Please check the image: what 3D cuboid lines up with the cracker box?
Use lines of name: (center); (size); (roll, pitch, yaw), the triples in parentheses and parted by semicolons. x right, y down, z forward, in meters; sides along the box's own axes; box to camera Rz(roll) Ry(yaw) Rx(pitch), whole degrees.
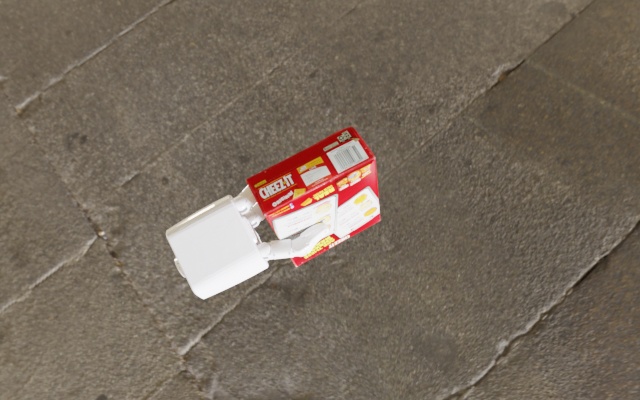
cracker box: (0.000, 0.002, 0.713); (0.164, 0.072, 0.214); (-28, -26, -5)
